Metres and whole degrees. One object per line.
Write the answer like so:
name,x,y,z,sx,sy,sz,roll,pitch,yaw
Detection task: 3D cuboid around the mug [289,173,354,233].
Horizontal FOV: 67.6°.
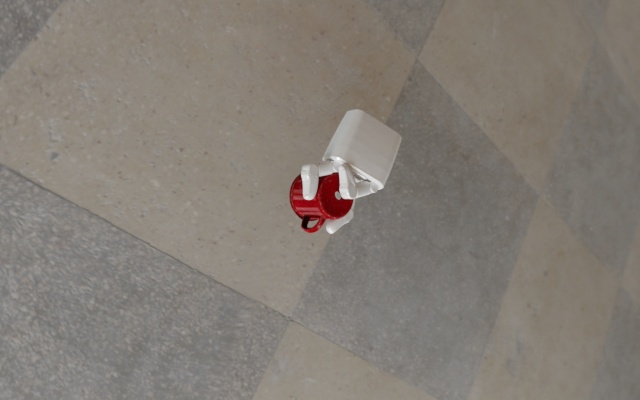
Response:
mug,0.000,0.004,0.845,0.093,0.117,0.081,34,-19,-31
